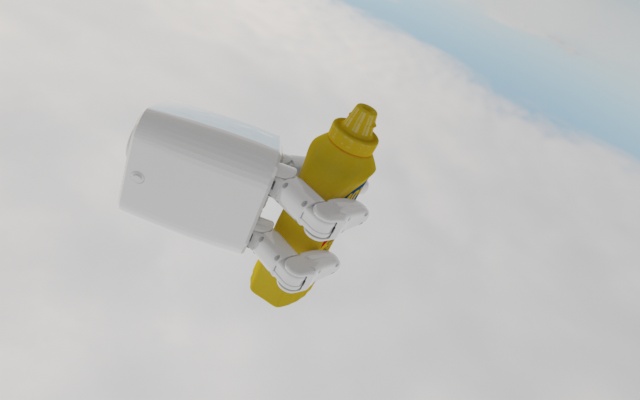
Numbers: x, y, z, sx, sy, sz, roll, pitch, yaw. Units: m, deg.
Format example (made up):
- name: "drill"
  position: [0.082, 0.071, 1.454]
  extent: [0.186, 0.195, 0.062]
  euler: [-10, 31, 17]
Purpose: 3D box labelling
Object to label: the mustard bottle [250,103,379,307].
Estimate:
- name: "mustard bottle"
  position: [0.000, 0.002, 0.422]
  extent: [0.058, 0.192, 0.096]
  euler: [32, 31, 11]
